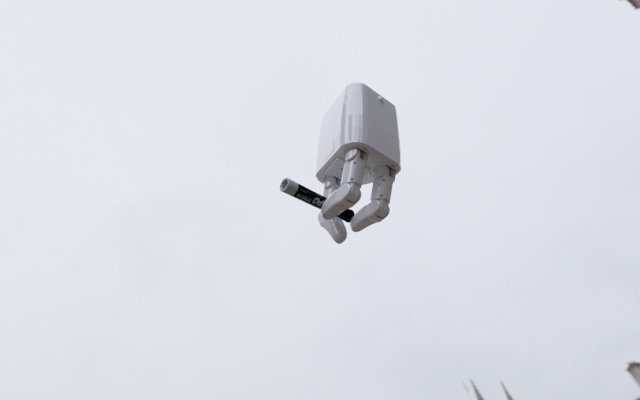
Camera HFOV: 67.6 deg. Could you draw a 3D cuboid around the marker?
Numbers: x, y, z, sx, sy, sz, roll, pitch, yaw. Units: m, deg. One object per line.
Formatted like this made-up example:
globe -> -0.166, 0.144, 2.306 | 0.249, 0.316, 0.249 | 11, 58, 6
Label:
marker -> 0.000, 0.002, 0.614 | 0.121, 0.020, 0.020 | 26, -16, -35
